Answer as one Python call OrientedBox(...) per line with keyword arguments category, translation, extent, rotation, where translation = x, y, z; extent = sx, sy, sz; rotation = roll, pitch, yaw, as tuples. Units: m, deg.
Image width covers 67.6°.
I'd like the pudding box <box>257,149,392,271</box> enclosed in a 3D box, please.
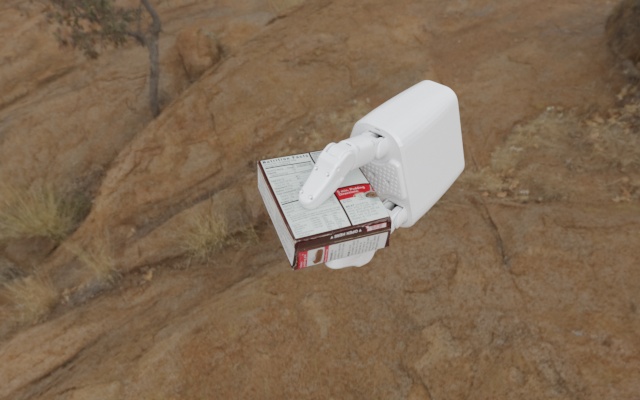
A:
OrientedBox(category="pudding box", translation=(0.000, 0.001, 0.427), extent=(0.090, 0.039, 0.113), rotation=(-13, 43, -16))
